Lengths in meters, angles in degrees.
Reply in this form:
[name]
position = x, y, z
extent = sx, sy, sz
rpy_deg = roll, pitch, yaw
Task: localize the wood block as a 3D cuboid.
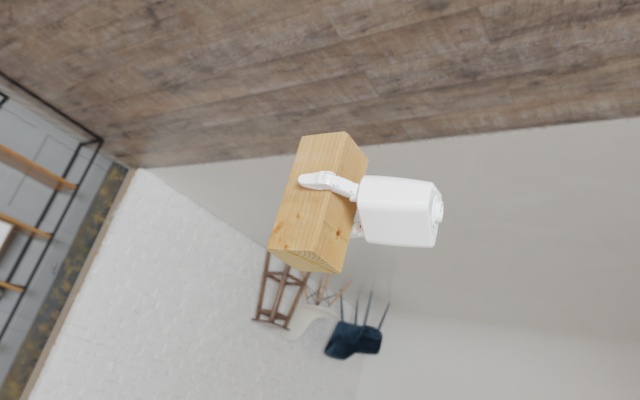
[wood block]
position = 0.000, 0.002, 0.767
extent = 0.090, 0.206, 0.091
rpy_deg = -1, -29, 34
